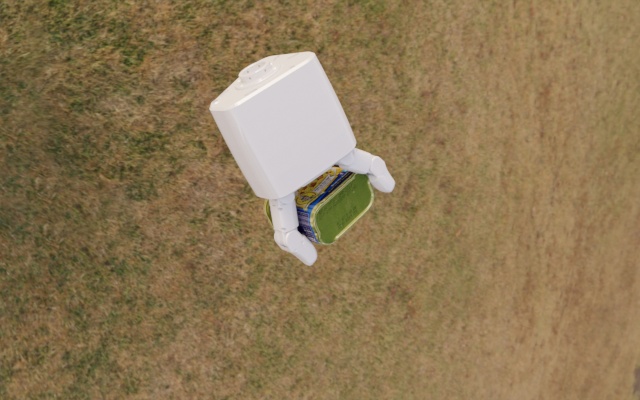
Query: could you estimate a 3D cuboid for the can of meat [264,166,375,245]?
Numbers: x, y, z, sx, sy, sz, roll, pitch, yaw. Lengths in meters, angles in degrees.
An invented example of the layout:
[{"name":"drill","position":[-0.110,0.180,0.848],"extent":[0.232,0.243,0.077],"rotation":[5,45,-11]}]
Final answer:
[{"name":"can of meat","position":[0.000,0.002,0.554],"extent":[0.084,0.057,0.102],"rotation":[12,44,46]}]
